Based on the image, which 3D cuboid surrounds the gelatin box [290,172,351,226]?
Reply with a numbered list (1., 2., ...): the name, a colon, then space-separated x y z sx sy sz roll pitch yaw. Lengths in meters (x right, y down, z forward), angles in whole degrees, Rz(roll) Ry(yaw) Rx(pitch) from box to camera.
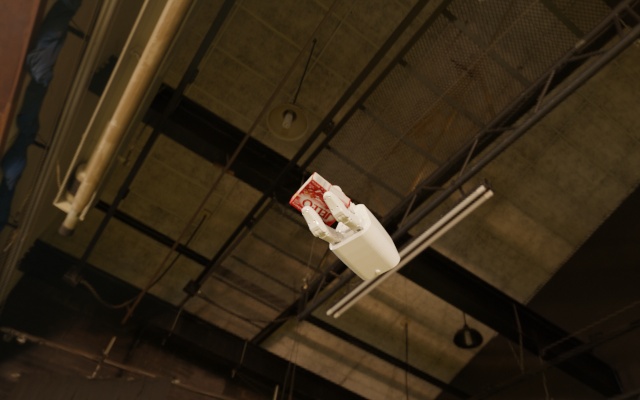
1. gelatin box: 0.000 0.002 0.889 0.089 0.073 0.030 38 32 -11
